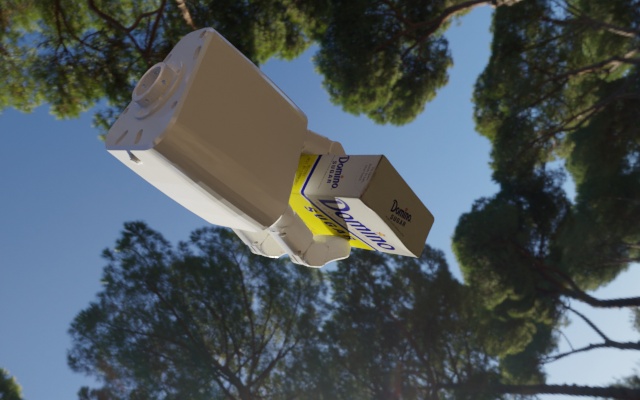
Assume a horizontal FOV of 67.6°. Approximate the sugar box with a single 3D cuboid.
[{"bbox_3d":[0.000,0.002,0.421,0.176,0.048,0.093,8,-27,46],"label":"sugar box"}]
